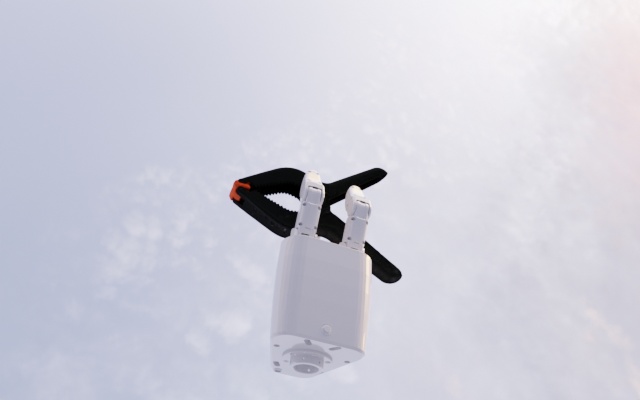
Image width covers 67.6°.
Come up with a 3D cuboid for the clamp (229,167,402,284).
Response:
[{"bbox_3d":[-0.001,0.002,0.568,0.210,0.164,0.036,17,-41,-14],"label":"clamp"}]
